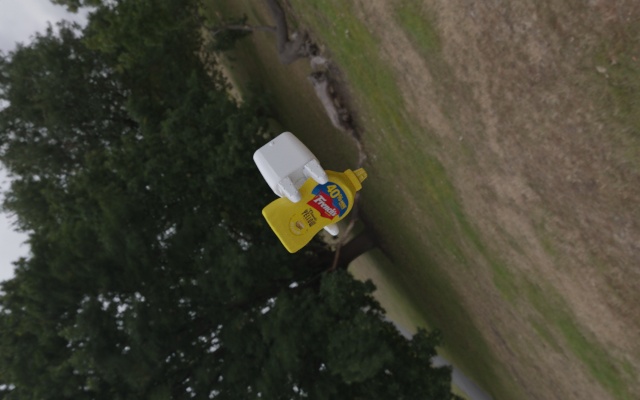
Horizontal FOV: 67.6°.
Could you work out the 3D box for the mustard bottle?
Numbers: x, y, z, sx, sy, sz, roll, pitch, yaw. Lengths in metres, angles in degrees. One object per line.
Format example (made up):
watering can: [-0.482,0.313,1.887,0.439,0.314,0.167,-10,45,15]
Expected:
mustard bottle: [0.000,0.003,0.843,0.191,0.096,0.058,-35,27,-5]
